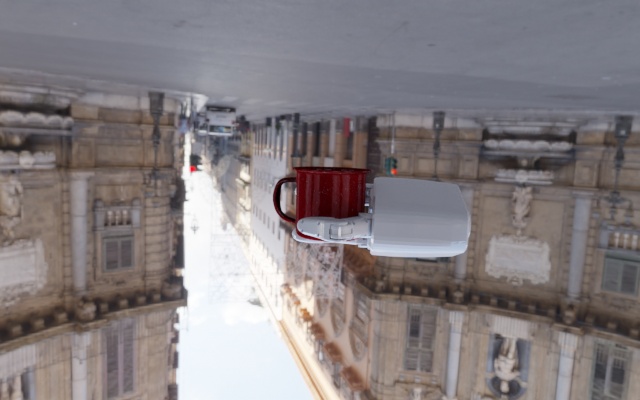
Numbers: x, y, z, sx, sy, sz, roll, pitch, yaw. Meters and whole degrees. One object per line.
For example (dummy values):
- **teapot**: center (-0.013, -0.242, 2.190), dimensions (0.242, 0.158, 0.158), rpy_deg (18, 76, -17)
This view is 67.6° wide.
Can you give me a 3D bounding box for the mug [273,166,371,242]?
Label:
- **mug**: center (-0.001, 0.002, 0.570), dimensions (0.117, 0.081, 0.093), rpy_deg (3, 7, 7)
